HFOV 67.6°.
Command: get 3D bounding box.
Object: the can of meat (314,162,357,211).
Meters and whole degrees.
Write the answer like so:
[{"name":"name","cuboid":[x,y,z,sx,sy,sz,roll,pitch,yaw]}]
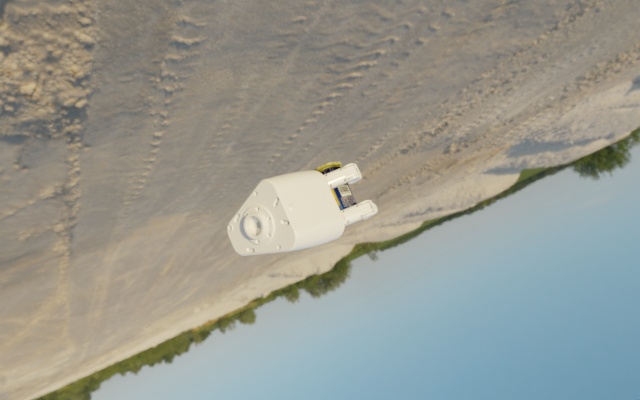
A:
[{"name":"can of meat","cuboid":[0.000,0.003,0.712,0.102,0.084,0.057,-29,-9,29]}]
